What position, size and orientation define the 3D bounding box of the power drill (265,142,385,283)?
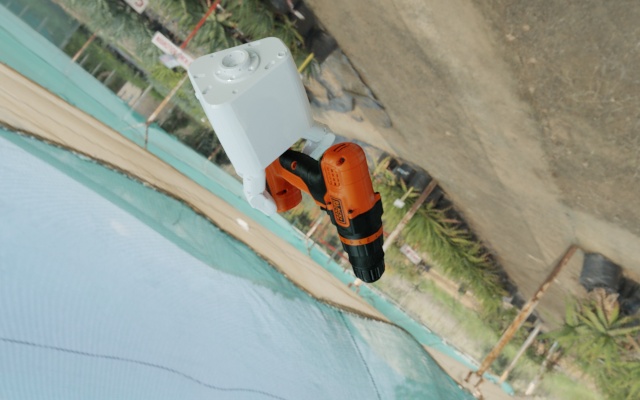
[{"bbox_3d":[0.000,0.002,0.591,0.057,0.184,0.187,-33,35,-30],"label":"power drill"}]
